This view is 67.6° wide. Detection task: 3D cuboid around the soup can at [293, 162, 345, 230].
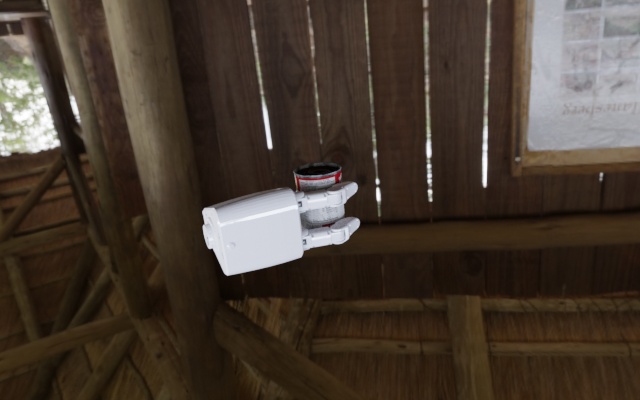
[{"bbox_3d":[0.001,0.002,0.693,0.068,0.102,0.068,-5,20,2],"label":"soup can"}]
